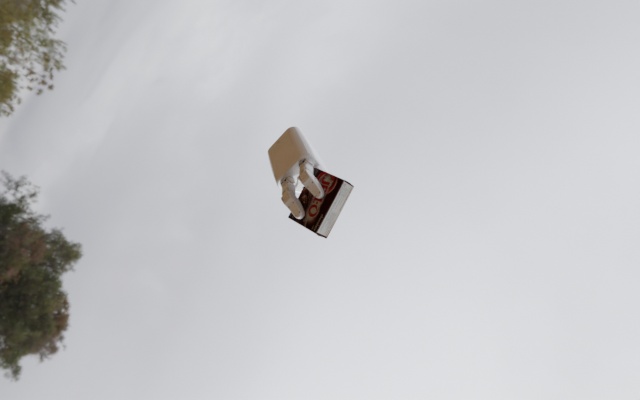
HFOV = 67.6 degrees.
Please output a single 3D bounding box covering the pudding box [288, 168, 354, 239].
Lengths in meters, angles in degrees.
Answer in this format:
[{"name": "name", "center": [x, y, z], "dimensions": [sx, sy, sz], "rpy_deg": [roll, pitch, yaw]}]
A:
[{"name": "pudding box", "center": [0.000, 0.003, 0.897], "dimensions": [0.039, 0.113, 0.090], "rpy_deg": [26, 0, -42]}]
